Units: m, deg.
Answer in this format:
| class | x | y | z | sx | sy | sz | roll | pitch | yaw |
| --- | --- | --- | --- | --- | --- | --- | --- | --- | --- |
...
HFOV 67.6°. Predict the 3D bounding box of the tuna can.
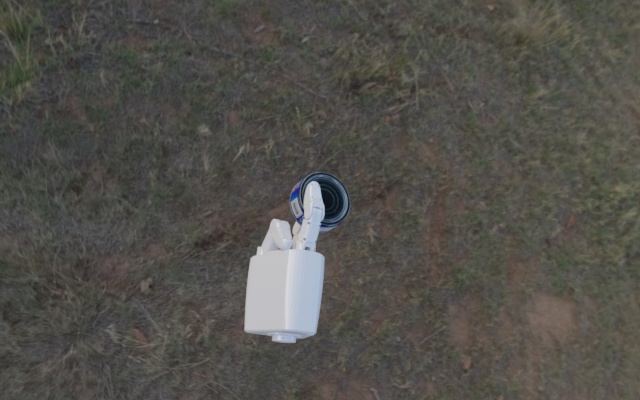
| class | x | y | z | sx | sy | sz | roll | pitch | yaw |
| --- | --- | --- | --- | --- | --- | --- | --- | --- | --- |
| tuna can | 0.000 | 0.002 | 0.698 | 0.086 | 0.086 | 0.034 | 0 | -19 | -28 |
